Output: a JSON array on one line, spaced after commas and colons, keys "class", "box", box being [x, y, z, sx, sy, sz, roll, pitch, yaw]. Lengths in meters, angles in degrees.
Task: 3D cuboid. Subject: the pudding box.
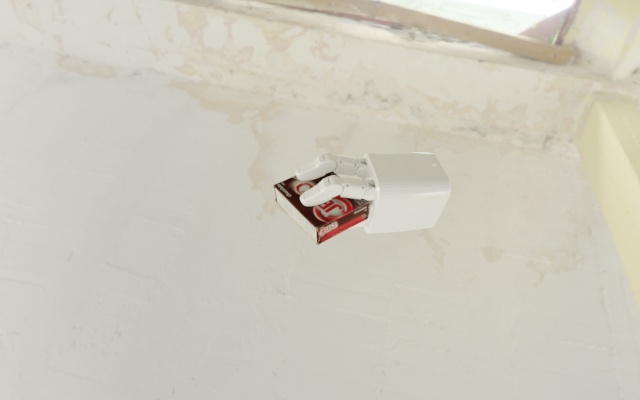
[{"class": "pudding box", "box": [0.000, 0.002, 0.677, 0.090, 0.039, 0.113, -25, 45, -26]}]
